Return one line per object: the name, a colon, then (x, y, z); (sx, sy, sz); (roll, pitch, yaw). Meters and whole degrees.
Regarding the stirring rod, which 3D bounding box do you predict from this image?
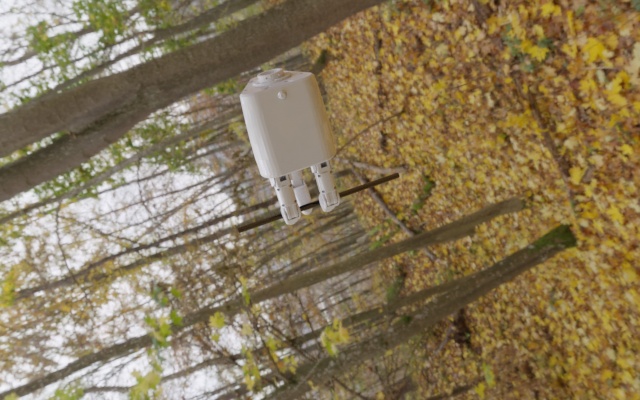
stirring rod: (0.000, 0.002, 0.670); (0.239, 0.011, 0.011); (-19, 3, -9)
